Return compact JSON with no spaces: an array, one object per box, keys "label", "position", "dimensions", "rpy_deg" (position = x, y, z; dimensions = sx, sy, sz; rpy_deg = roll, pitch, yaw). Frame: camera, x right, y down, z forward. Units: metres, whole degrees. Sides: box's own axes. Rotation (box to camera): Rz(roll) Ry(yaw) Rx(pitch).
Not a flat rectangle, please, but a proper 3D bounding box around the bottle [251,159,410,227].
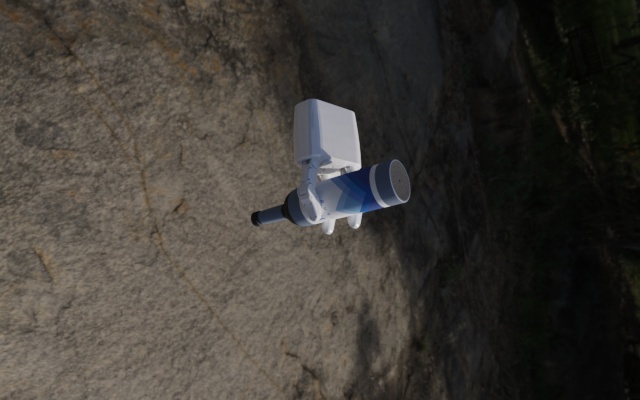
[{"label":"bottle","position":[0.000,0.003,0.789],"dimensions":[0.296,0.069,0.069],"rpy_deg":[-15,-9,34]}]
